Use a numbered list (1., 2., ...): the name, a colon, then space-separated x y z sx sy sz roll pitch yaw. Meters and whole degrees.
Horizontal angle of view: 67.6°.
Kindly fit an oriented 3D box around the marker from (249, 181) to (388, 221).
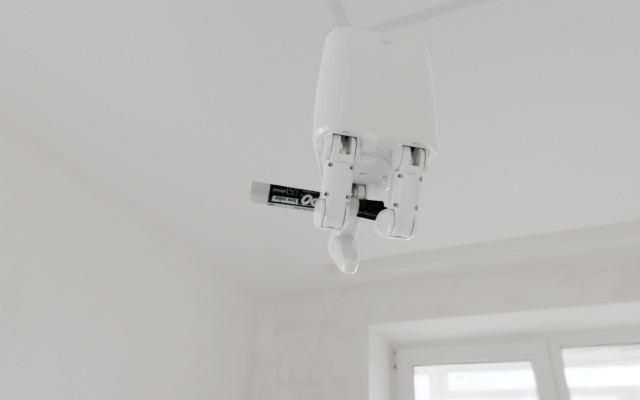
1. marker: 0.000 0.001 0.410 0.121 0.020 0.020 8 -1 -9
